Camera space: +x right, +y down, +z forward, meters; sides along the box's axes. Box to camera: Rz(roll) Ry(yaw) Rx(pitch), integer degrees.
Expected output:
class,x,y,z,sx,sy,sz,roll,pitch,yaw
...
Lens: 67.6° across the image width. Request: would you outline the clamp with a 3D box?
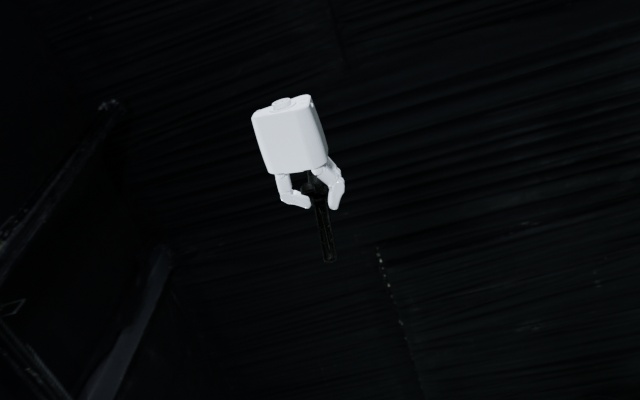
class,x,y,z,sx,sy,sz,roll,pitch,yaw
clamp,-0.001,0.003,0.882,0.036,0.165,0.210,-12,26,7
